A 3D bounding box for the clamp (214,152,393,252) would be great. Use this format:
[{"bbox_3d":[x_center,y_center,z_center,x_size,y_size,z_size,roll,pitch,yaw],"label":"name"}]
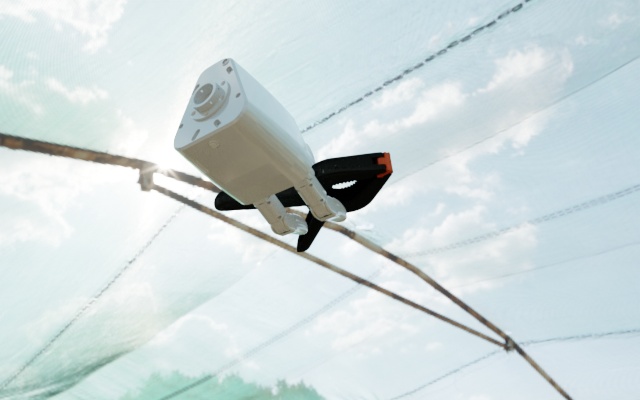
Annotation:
[{"bbox_3d":[0.000,0.001,0.586,0.210,0.036,0.165,-22,-37,24],"label":"clamp"}]
